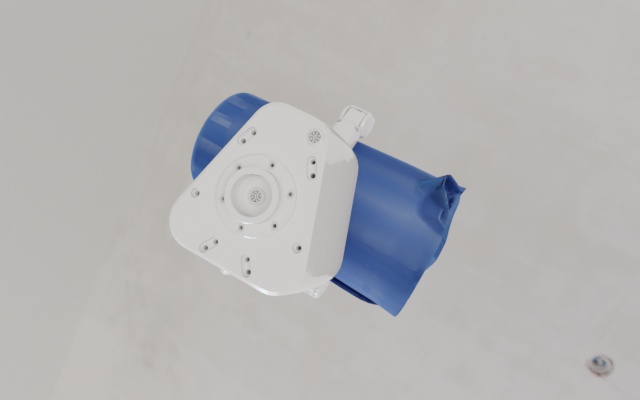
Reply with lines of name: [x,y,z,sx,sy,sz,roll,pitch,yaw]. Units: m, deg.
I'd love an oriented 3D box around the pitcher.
pitcher: [0.000,0.001,0.466,0.243,0.149,0.145,29,3,12]
